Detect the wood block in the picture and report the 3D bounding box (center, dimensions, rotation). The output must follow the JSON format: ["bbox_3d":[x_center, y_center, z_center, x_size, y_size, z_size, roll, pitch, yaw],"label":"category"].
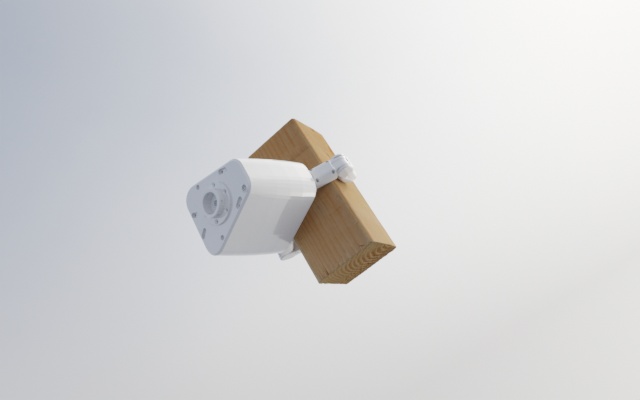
[{"bbox_3d":[0.000,0.002,0.647,0.091,0.206,0.090,-39,-25,17],"label":"wood block"}]
